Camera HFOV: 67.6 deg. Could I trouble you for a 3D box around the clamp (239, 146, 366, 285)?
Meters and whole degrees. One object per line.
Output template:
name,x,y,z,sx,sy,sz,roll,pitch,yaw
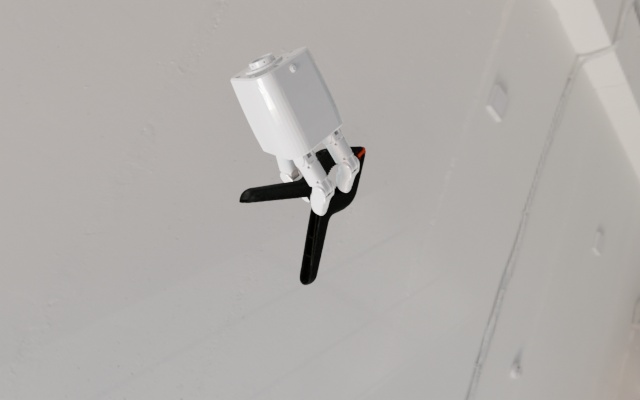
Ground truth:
clamp,0.000,0.002,0.667,0.036,0.165,0.210,5,39,48
